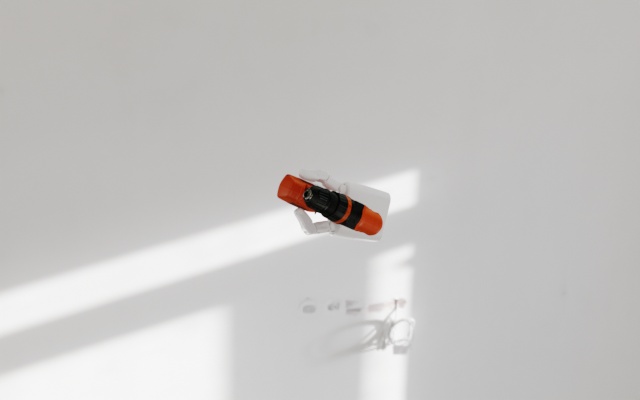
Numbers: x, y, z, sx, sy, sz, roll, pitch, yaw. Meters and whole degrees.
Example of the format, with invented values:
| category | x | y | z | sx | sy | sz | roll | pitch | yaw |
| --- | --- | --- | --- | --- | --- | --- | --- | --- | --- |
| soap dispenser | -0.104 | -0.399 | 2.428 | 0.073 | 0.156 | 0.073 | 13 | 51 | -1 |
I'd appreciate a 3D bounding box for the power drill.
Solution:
| category | x | y | z | sx | sy | sz | roll | pitch | yaw |
| --- | --- | --- | --- | --- | --- | --- | --- | --- | --- |
| power drill | 0.000 | 0.003 | 0.883 | 0.184 | 0.057 | 0.187 | 27 | -2 | -40 |
